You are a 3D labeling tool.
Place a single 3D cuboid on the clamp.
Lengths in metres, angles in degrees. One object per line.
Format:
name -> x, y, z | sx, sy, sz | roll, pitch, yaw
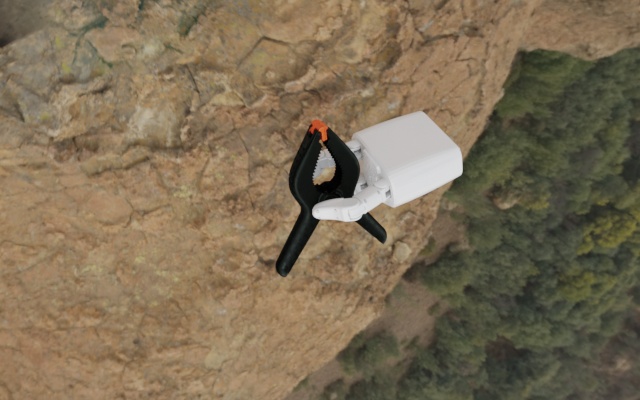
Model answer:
clamp -> 0.001, 0.002, 0.613 | 0.164, 0.210, 0.036 | -23, 35, -13
